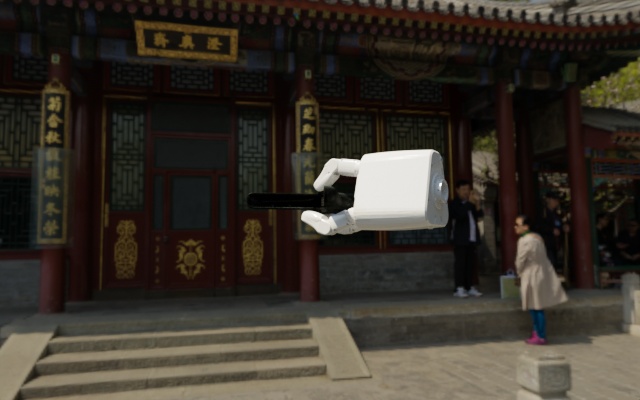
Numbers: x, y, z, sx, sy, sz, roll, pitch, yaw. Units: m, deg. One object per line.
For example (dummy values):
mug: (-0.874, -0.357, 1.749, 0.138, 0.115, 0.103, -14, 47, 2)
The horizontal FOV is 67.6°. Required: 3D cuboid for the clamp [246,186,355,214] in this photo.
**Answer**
clamp: (0.001, 0.002, 0.750, 0.164, 0.036, 0.210, -2, -5, 33)
